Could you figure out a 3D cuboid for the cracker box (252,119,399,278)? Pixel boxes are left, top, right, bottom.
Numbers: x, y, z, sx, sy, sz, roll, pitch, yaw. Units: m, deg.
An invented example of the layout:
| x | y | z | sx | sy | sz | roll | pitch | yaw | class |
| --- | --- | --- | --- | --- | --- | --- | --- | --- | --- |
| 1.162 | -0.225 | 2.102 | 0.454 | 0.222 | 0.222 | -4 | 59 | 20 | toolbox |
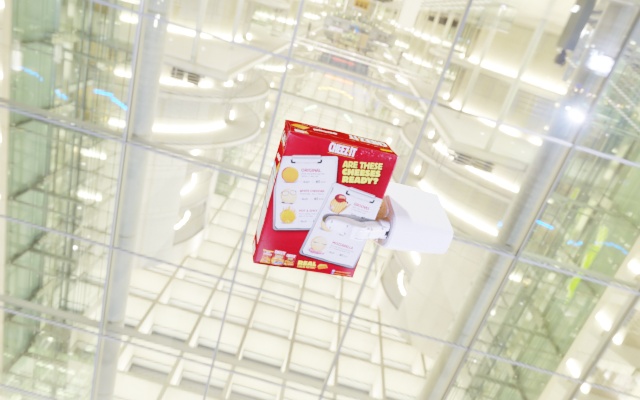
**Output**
| x | y | z | sx | sy | sz | roll | pitch | yaw | class |
| --- | --- | --- | --- | --- | --- | --- | --- | --- | --- |
| 0.000 | 0.003 | 0.717 | 0.164 | 0.214 | 0.072 | 11 | 23 | -16 | cracker box |
